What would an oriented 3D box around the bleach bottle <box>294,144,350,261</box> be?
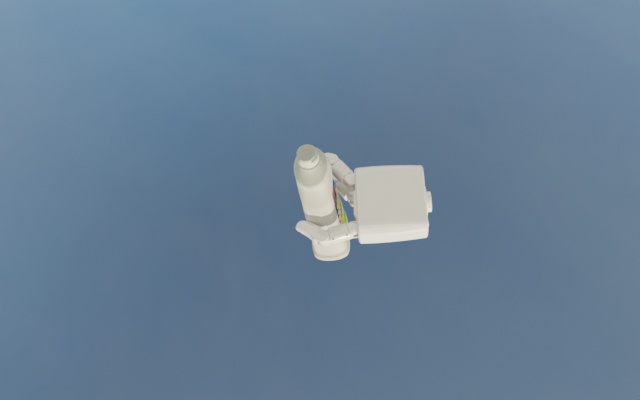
[{"bbox_3d":[0.000,0.002,0.766,0.068,0.102,0.251,-6,-30,7],"label":"bleach bottle"}]
